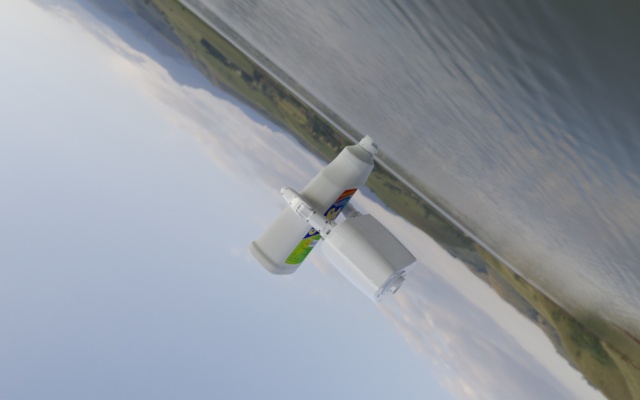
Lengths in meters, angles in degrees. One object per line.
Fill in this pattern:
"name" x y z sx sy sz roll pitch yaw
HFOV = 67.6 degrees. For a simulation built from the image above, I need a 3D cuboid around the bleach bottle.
"bleach bottle" 0.000 0.002 0.741 0.068 0.251 0.102 43 9 22
